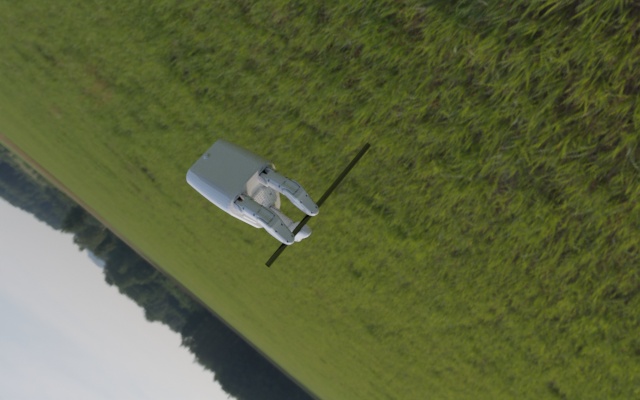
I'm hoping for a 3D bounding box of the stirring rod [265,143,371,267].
[{"bbox_3d":[0.000,0.002,0.695,0.011,0.239,0.011,36,-18,14],"label":"stirring rod"}]
